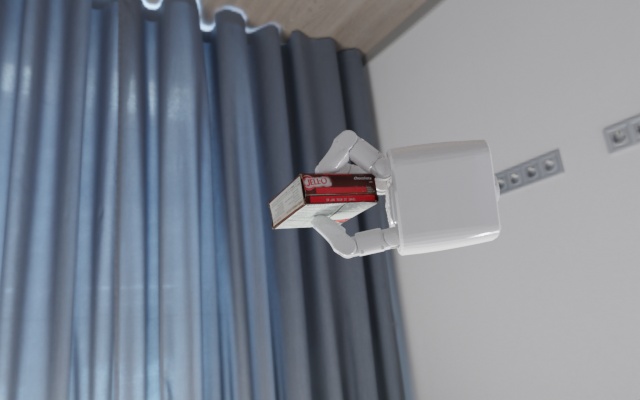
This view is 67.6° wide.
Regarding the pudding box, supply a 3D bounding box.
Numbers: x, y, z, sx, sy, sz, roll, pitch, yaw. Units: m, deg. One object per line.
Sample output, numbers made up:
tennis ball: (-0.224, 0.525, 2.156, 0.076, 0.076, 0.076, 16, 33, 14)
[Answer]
pudding box: (0.000, 0.002, 0.547, 0.090, 0.039, 0.113, 0, -18, -25)
